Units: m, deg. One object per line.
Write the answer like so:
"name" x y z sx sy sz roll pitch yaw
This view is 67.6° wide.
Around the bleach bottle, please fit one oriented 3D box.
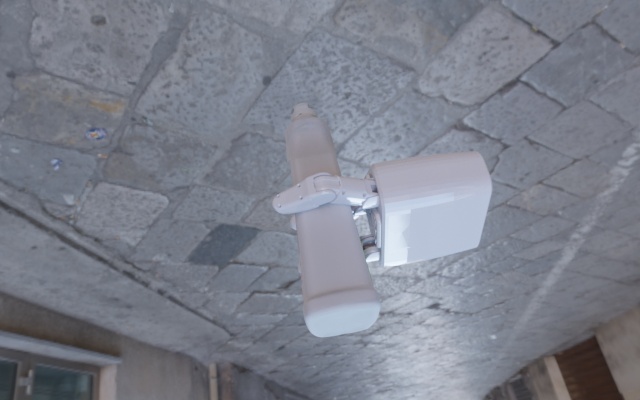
"bleach bottle" 0.000 0.002 0.485 0.068 0.250 0.103 -9 -27 -3
